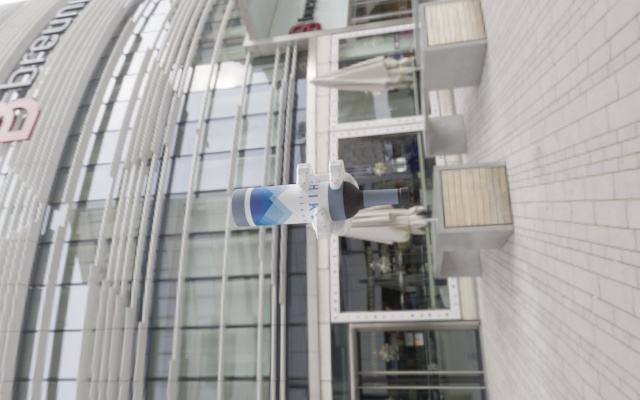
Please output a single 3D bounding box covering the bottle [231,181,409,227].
[{"bbox_3d":[0.000,0.003,0.806,0.296,0.069,0.069,-4,-1,11],"label":"bottle"}]
